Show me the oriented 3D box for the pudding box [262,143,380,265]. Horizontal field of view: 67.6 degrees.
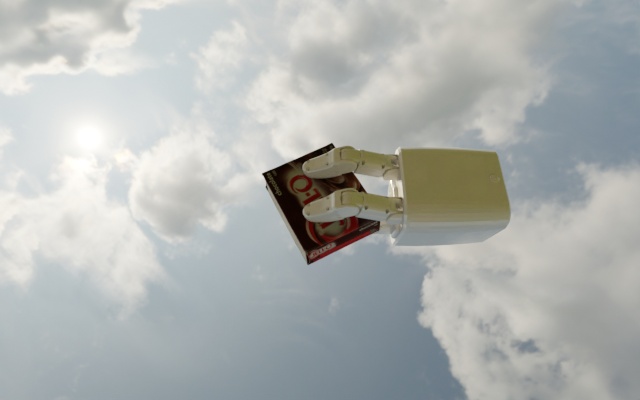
[{"bbox_3d":[0.000,0.002,0.521,0.090,0.113,0.039,-25,-31,-14],"label":"pudding box"}]
